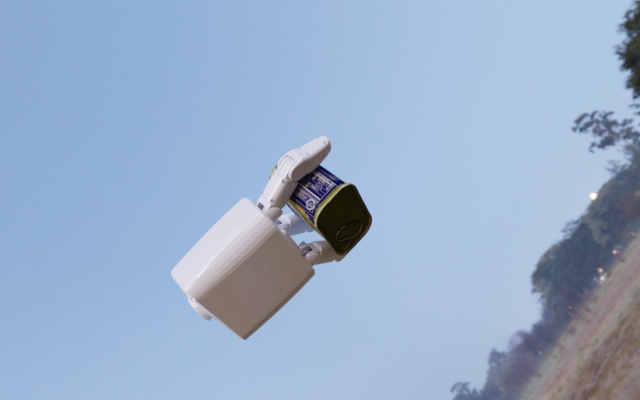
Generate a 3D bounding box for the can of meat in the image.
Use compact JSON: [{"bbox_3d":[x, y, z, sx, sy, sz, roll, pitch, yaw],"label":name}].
[{"bbox_3d":[0.000,0.001,0.521,0.084,0.057,0.102,38,-10,34],"label":"can of meat"}]
